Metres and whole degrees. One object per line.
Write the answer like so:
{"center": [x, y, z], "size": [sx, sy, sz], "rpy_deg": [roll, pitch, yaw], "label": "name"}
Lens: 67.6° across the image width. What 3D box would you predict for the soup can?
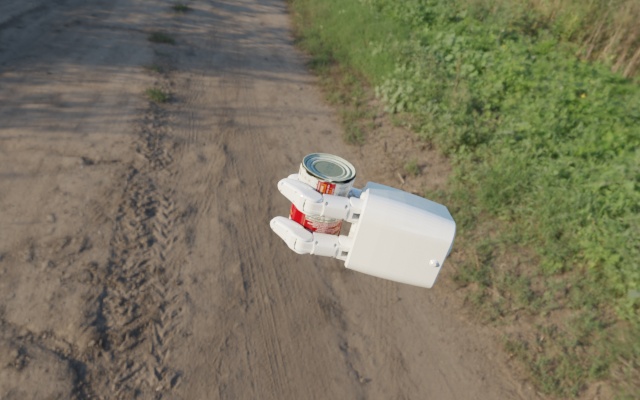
{"center": [0.000, 0.001, 0.585], "size": [0.068, 0.102, 0.068], "rpy_deg": [10, 32, -6], "label": "soup can"}
